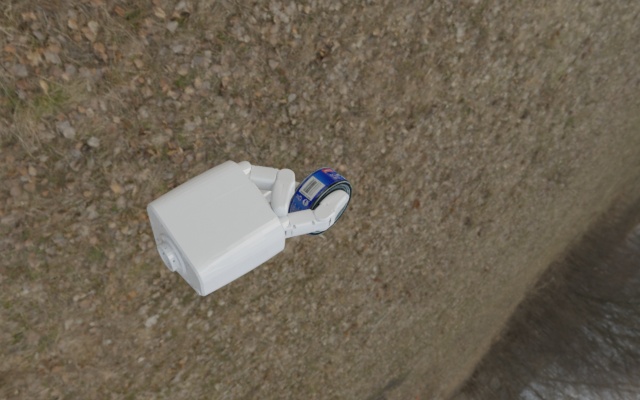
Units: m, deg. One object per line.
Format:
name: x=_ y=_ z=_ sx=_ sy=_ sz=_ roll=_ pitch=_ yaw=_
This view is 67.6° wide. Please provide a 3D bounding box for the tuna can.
tuna can: x=0.001 y=0.002 z=0.602 sx=0.033 sy=0.086 sz=0.086 roll=38 pitch=20 yaw=27
